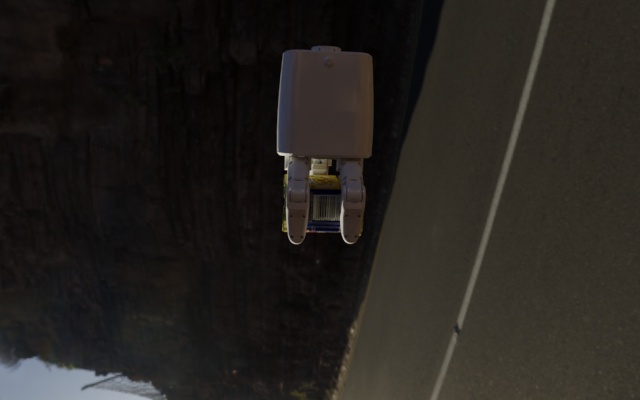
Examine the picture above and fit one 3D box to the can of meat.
[{"bbox_3d":[0.000,0.002,0.536,0.084,0.057,0.102,2,12,-4],"label":"can of meat"}]
